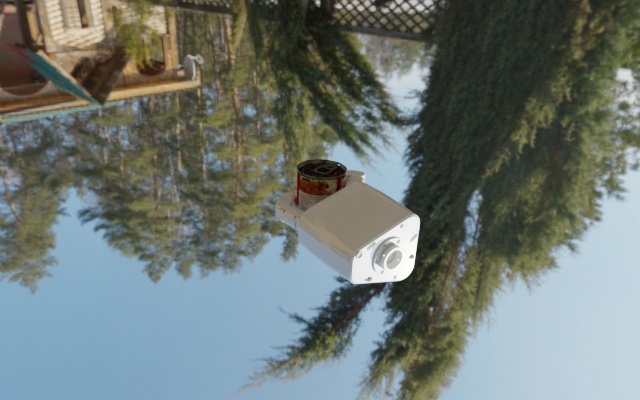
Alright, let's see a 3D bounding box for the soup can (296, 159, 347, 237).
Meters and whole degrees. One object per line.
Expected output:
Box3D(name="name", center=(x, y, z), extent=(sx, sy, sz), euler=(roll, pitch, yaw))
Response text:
Box3D(name="soup can", center=(0.000, 0.002, 0.660), extent=(0.068, 0.102, 0.068), euler=(2, 26, -1))
